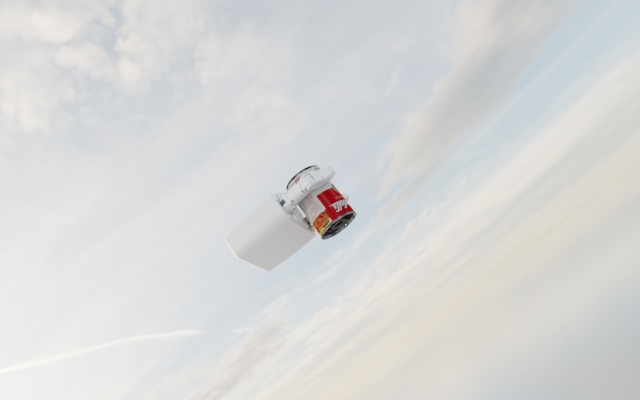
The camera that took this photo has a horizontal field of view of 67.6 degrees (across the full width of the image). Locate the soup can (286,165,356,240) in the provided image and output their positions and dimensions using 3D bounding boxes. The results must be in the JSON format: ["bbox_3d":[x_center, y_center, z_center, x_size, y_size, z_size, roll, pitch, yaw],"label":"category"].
[{"bbox_3d":[0.000,0.002,0.762,0.068,0.102,0.068,-33,-19,-13],"label":"soup can"}]
